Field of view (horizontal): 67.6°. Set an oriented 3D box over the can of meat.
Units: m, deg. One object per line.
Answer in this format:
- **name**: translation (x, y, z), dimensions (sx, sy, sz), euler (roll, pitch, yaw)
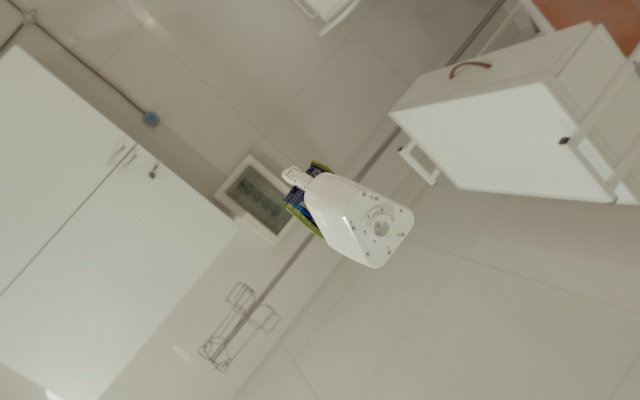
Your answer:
- **can of meat**: translation (0.000, 0.003, 0.742), dimensions (0.102, 0.084, 0.057), euler (44, -10, -31)
